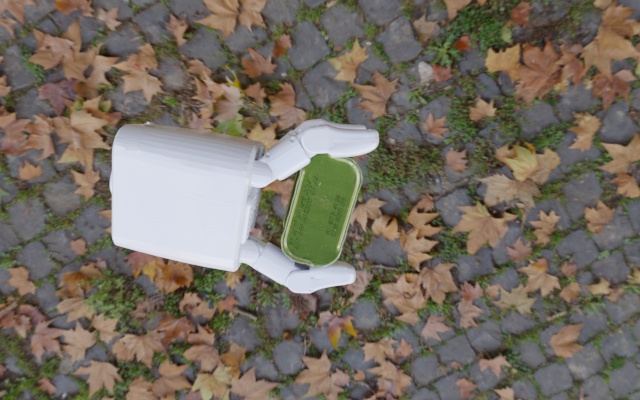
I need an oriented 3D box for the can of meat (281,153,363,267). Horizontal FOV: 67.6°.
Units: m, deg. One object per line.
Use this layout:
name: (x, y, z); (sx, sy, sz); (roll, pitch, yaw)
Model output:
can of meat: (0.000, 0.002, 0.427); (0.057, 0.102, 0.084); (15, 9, -3)
